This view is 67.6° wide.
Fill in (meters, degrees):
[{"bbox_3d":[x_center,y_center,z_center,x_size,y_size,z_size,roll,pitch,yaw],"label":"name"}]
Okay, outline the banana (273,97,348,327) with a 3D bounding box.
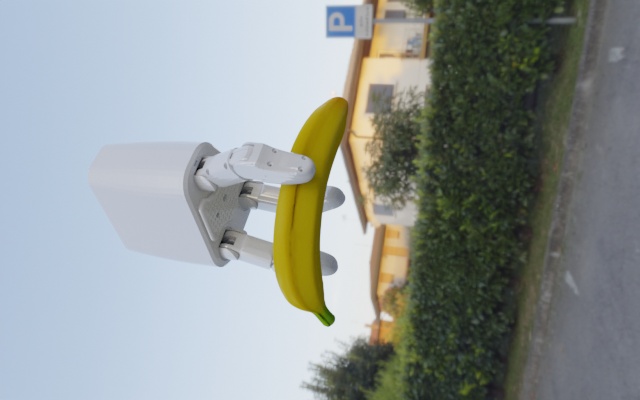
[{"bbox_3d":[-0.008,0.002,0.388,0.037,0.197,0.069,2,-8,25],"label":"banana"}]
